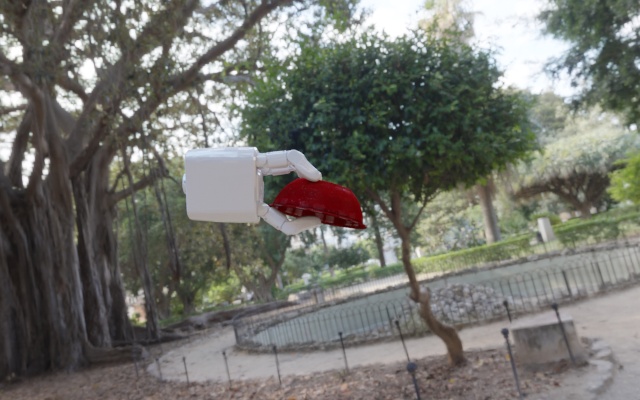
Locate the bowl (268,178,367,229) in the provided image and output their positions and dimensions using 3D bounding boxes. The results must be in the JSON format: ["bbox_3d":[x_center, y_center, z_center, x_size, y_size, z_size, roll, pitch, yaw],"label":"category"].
[{"bbox_3d":[0.001,0.002,0.762,0.162,0.055,0.162,13,-8,2],"label":"bowl"}]
